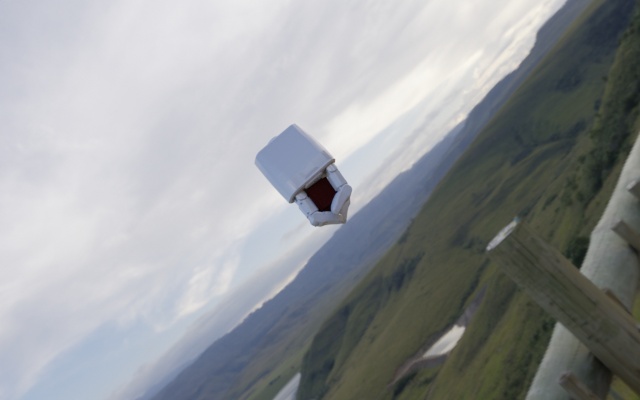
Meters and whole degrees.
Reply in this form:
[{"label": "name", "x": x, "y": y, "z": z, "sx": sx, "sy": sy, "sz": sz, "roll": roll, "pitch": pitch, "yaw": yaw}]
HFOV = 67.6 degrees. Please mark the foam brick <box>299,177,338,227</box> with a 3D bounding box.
[{"label": "foam brick", "x": 0.000, "y": 0.003, "z": 0.897, "sx": 0.053, "sy": 0.051, "sz": 0.078, "roll": -37, "pitch": -12, "yaw": -27}]
